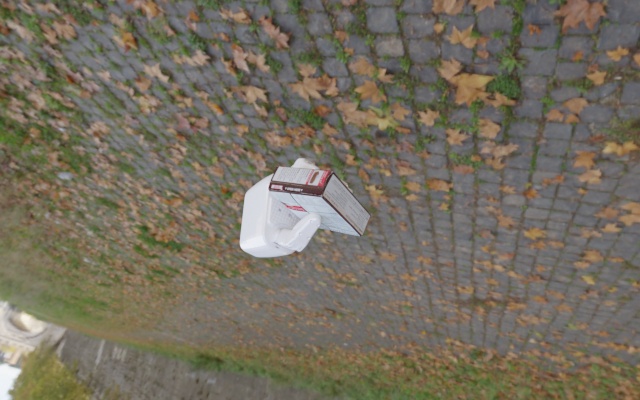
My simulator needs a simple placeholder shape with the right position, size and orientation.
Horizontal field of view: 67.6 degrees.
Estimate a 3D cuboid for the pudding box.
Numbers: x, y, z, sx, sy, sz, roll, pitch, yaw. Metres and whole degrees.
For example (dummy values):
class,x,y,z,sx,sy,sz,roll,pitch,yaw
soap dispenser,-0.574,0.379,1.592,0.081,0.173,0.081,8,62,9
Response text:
class,x,y,z,sx,sy,sz,roll,pitch,yaw
pudding box,0.000,0.002,0.609,0.090,0.039,0.113,7,-23,36
